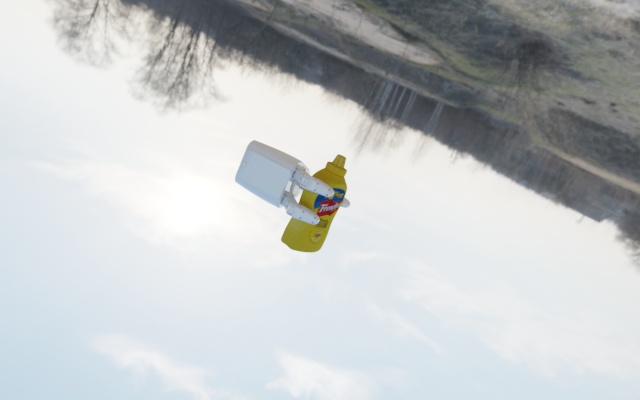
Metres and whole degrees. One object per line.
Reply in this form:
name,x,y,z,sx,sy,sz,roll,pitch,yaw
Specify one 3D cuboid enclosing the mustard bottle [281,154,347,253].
mustard bottle,0.000,0.003,0.891,0.058,0.192,0.096,35,17,37
